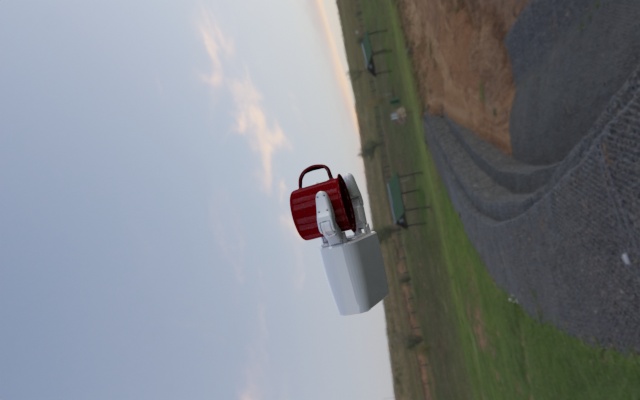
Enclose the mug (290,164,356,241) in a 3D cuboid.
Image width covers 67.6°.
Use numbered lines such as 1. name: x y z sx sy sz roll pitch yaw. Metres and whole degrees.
1. mug: 0.000 0.001 0.735 0.081 0.117 0.093 -15 -2 11
